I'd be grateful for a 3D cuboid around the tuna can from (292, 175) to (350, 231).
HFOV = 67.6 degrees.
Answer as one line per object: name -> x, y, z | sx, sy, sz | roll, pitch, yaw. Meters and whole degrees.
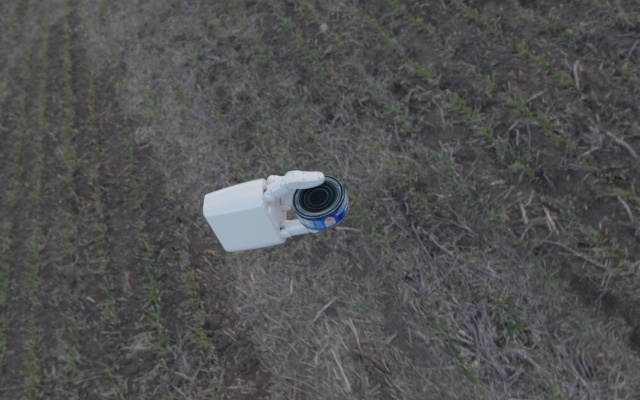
tuna can -> 0.000, 0.002, 0.742 | 0.086, 0.086, 0.034 | 0, -36, 19
